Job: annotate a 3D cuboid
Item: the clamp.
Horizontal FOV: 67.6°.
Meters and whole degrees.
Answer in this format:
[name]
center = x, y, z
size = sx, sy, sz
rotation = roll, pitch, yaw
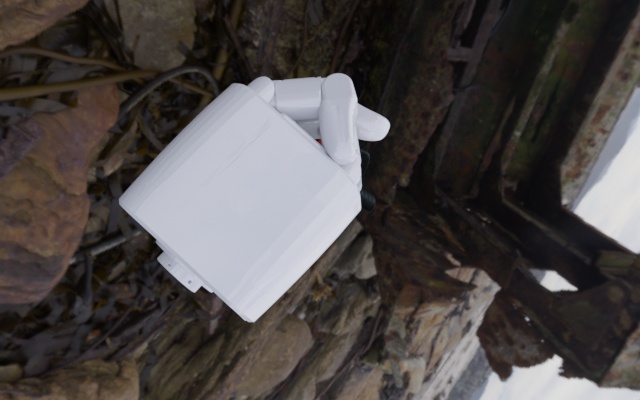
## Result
[clamp]
center = 0.001, 0.002, 0.421
size = 0.039, 0.120, 0.171
rotation = 39, -15, 24
